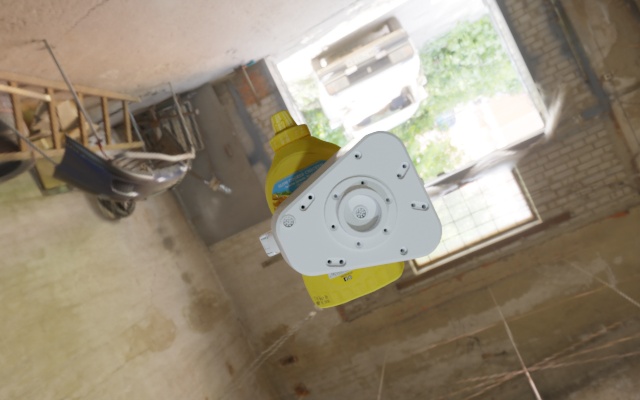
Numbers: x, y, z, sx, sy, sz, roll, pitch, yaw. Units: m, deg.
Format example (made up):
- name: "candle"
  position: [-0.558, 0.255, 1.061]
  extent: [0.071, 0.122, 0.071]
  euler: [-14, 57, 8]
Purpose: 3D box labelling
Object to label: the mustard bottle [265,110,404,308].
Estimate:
- name: "mustard bottle"
  position: [0.000, 0.002, 0.467]
  extent: [0.096, 0.191, 0.058]
  euler: [-25, 1, 19]
